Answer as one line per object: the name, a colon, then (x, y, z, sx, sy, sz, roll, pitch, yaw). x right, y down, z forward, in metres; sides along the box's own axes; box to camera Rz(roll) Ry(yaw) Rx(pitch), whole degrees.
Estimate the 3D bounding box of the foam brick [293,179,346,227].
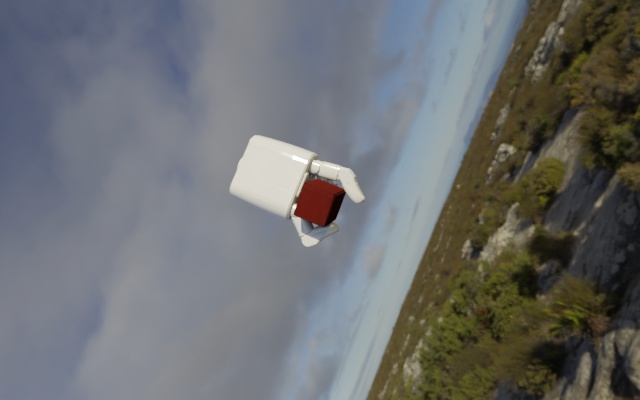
foam brick: (0.000, 0.002, 0.719, 0.051, 0.053, 0.078, 22, 11, 11)
